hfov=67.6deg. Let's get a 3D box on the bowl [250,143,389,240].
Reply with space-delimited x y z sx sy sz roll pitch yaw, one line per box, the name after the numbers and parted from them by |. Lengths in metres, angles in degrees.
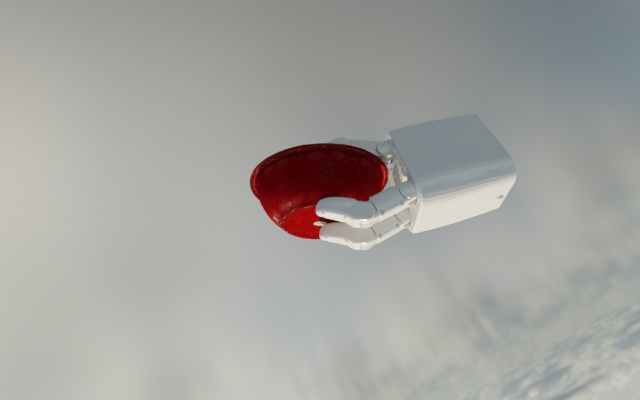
-0.001 0.002 0.544 0.162 0.055 0.162 -3 -28 -1 | bowl
